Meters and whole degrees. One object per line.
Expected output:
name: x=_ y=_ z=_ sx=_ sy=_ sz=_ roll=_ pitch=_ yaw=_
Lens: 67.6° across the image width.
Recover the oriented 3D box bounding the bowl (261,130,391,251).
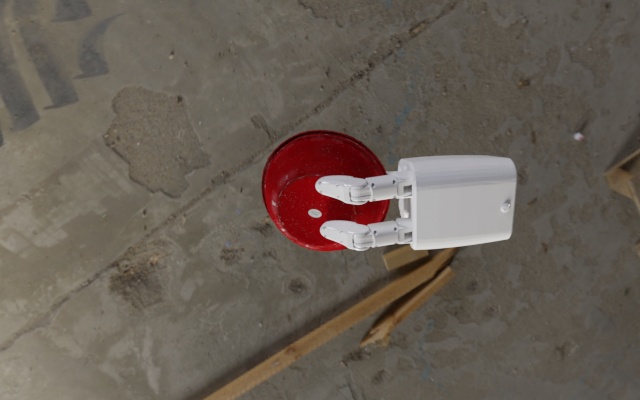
bowl: x=-0.001 y=0.002 z=0.563 sx=0.162 sy=0.162 sz=0.055 roll=0 pitch=25 yaw=12
